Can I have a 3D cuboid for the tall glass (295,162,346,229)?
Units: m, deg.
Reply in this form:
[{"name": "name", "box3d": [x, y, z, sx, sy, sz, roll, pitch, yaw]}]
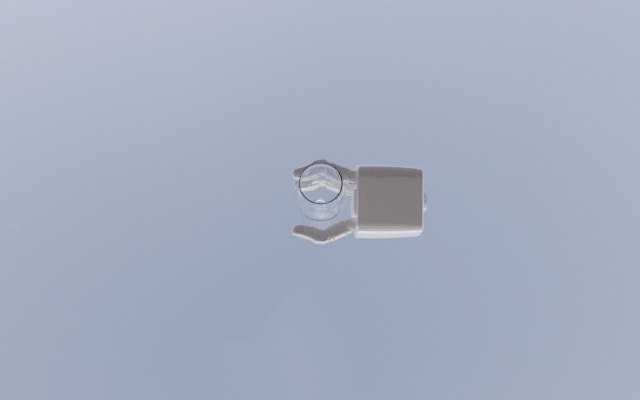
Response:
[{"name": "tall glass", "box3d": [0.000, 0.003, 0.756, 0.079, 0.079, 0.201, 0, -16, 0]}]
